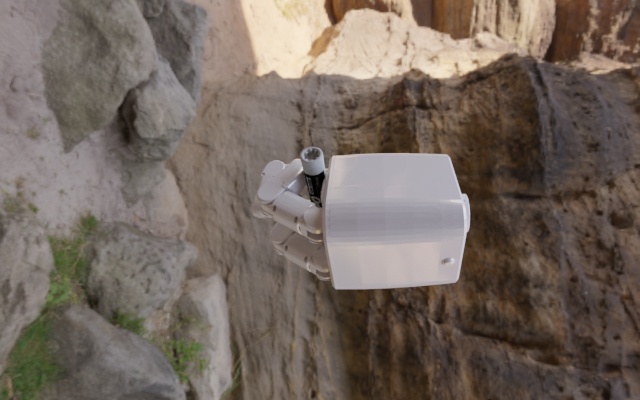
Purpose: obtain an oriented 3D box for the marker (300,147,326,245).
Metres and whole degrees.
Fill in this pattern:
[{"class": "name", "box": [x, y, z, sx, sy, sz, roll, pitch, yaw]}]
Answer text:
[{"class": "marker", "box": [0.000, 0.001, 0.431, 0.020, 0.020, 0.121, 0, -40, 9]}]
